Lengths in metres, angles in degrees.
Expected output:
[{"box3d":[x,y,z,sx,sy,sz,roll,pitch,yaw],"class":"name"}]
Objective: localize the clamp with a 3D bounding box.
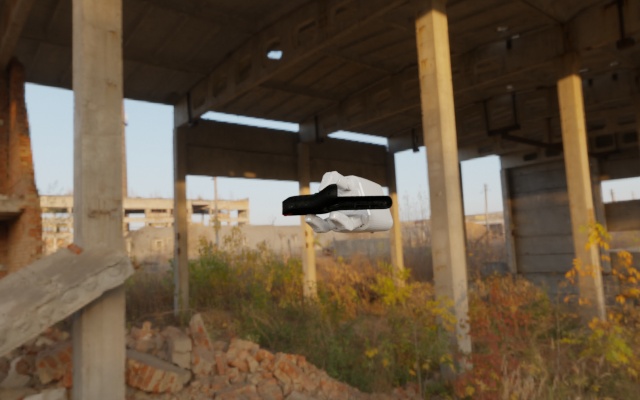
[{"box3d":[0.000,0.002,0.853,0.210,0.036,0.164,-7,-13,35],"class":"clamp"}]
